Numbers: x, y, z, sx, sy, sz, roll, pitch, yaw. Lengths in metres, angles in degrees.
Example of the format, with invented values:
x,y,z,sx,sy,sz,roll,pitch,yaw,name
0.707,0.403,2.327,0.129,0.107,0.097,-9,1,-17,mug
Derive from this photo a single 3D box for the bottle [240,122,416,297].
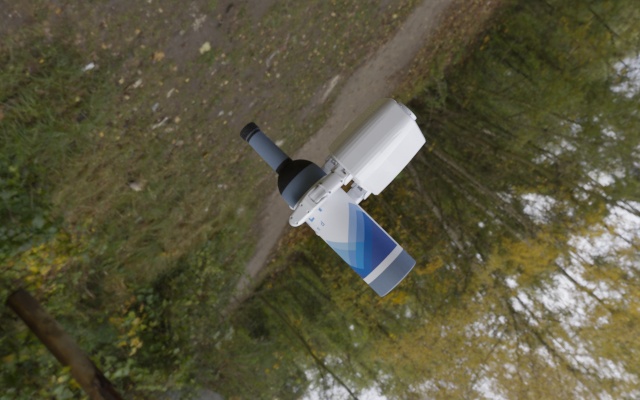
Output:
x,y,z,sx,sy,sz,roll,pitch,yaw,name
0.000,0.002,0.653,0.295,0.069,0.069,45,6,7,bottle
